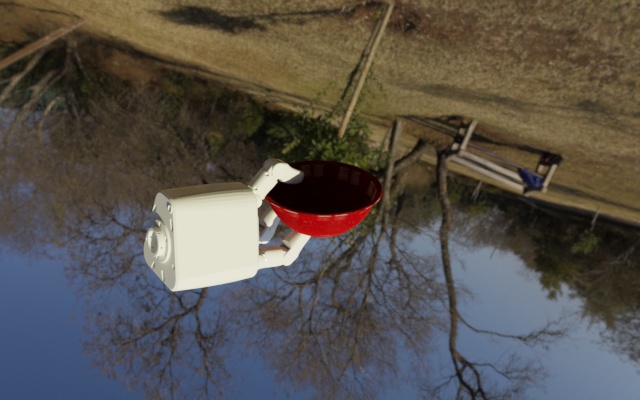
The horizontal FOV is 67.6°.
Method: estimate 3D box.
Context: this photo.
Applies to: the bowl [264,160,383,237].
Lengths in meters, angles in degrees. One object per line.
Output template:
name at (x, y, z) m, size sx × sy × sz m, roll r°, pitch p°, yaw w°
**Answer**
bowl at (0.001, 0.002, 0.641) m, size 0.162 × 0.055 × 0.162 m, roll 1°, pitch 29°, yaw -1°
